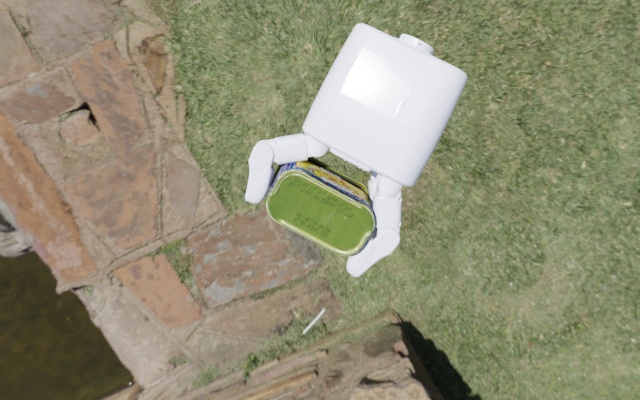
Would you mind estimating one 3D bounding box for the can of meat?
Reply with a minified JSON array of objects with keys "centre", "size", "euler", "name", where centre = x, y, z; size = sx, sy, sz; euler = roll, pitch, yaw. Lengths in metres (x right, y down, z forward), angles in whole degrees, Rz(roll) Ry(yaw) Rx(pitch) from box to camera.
[{"centre":[0.000,0.002,0.453],"size":[0.102,0.057,0.084],"euler":[28,13,-8],"name":"can of meat"}]
